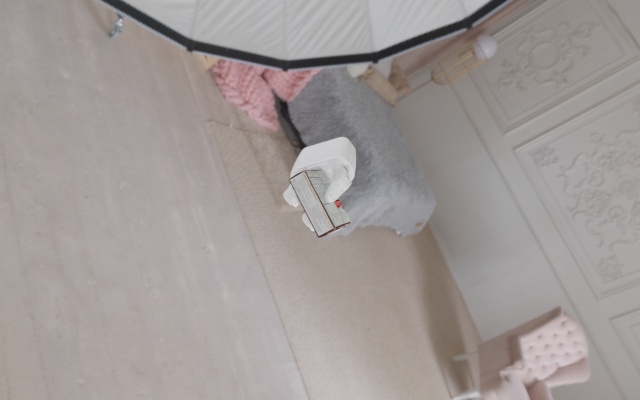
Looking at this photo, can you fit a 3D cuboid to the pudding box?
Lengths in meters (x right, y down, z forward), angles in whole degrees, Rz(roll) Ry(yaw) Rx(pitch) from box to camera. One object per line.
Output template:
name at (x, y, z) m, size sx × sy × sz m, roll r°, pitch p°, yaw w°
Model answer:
pudding box at (0.000, 0.003, 0.815) m, size 0.039 × 0.113 × 0.090 m, roll -32°, pitch -7°, yaw 21°
